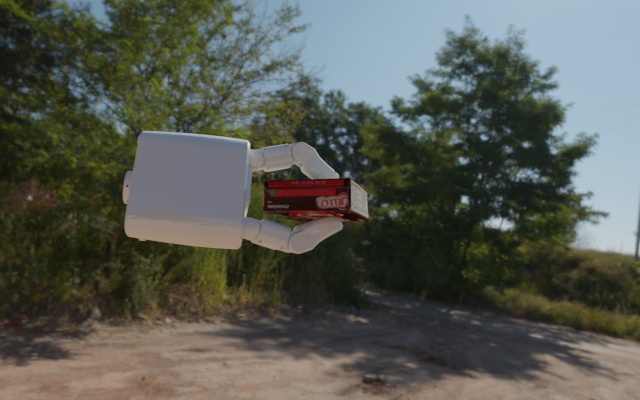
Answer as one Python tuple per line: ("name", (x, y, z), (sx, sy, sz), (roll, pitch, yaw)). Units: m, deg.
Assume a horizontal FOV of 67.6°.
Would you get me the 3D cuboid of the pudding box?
("pudding box", (0.000, 0.001, 0.510), (0.090, 0.039, 0.113), (0, -4, 16))
